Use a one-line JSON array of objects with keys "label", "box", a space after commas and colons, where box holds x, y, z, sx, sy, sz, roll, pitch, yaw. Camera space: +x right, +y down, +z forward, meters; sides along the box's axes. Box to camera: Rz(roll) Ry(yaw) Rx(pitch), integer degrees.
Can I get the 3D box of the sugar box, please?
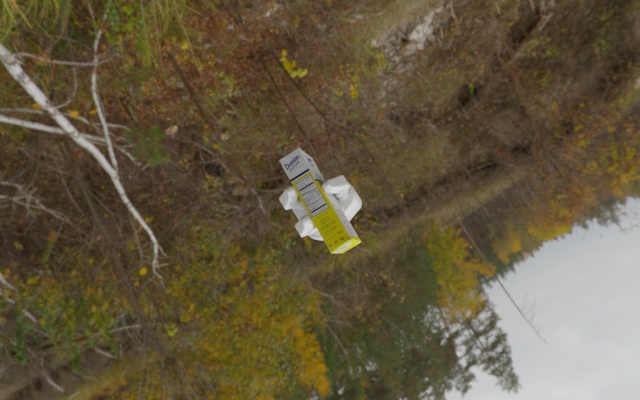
[{"label": "sugar box", "box": [0.000, 0.003, 0.796, 0.048, 0.176, 0.093, -34, -13, 8]}]
